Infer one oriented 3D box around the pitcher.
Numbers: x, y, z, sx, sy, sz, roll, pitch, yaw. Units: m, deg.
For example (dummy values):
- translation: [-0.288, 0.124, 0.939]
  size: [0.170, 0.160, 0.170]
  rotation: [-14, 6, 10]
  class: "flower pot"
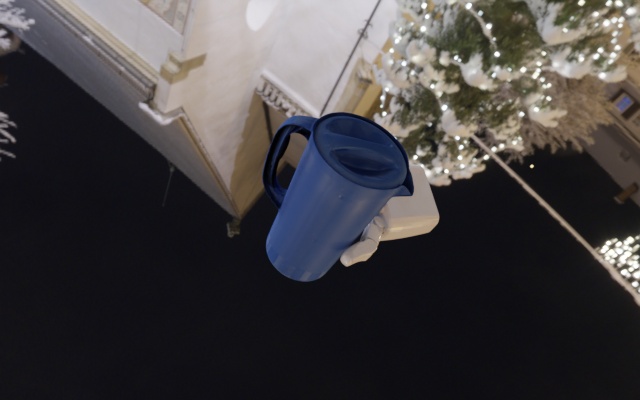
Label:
- translation: [0.000, 0.002, 0.662]
  size: [0.145, 0.149, 0.243]
  rotation: [-6, -36, -33]
  class: "pitcher"
